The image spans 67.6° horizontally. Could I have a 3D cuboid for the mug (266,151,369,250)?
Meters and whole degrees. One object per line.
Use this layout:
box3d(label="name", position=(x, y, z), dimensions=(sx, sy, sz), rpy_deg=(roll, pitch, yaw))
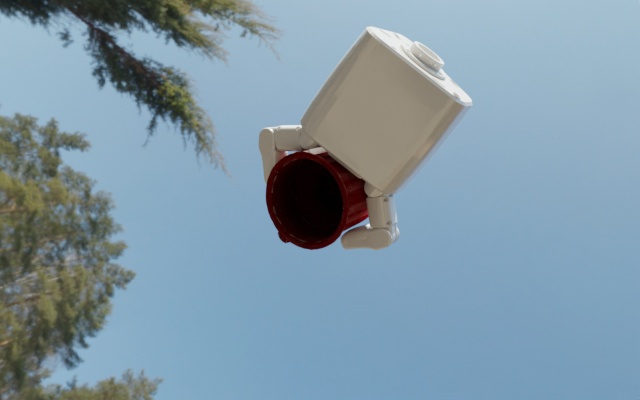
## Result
box3d(label="mug", position=(-0.001, 0.003, 0.483), dimensions=(0.081, 0.093, 0.117), rpy_deg=(-20, -27, -55))
